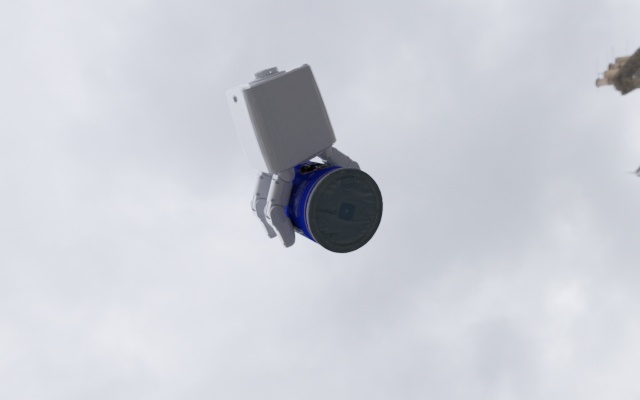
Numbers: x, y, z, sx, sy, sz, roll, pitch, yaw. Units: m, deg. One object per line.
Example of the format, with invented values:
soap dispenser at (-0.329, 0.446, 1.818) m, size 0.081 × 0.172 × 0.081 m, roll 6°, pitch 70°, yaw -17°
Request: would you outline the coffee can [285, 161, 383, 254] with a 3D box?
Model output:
coffee can at (0.000, 0.002, 0.622) m, size 0.103 × 0.103 × 0.140 m, roll 0°, pitch 9°, yaw -28°
